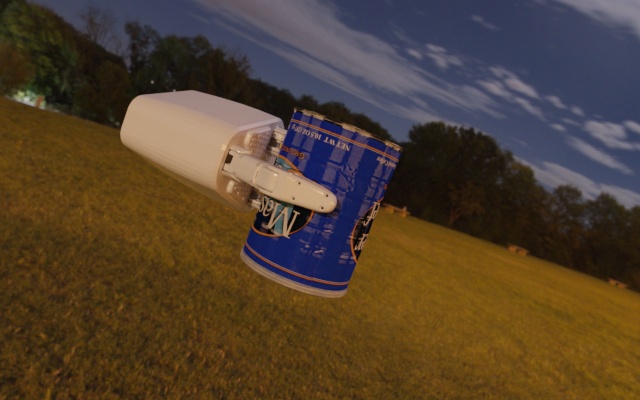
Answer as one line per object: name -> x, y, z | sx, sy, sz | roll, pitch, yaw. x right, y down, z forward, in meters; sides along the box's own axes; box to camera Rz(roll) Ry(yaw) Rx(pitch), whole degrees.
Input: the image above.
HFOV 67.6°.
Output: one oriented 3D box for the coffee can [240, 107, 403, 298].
coffee can -> 0.000, 0.002, 0.429 | 0.103, 0.140, 0.103 | 21, 6, -2
